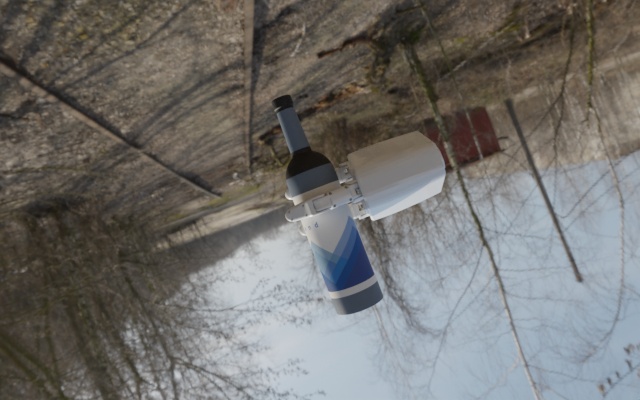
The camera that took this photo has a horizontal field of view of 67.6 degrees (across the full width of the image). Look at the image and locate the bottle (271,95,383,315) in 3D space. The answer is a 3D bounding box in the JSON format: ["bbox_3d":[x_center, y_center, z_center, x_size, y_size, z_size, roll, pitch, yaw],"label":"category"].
[{"bbox_3d":[0.000,0.002,0.635,0.069,0.295,0.069,-21,1,0],"label":"bottle"}]
